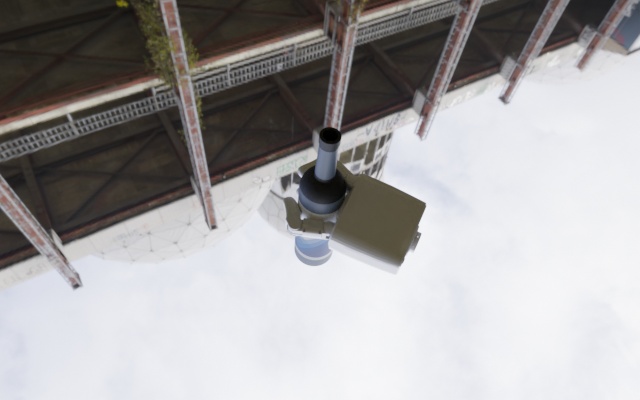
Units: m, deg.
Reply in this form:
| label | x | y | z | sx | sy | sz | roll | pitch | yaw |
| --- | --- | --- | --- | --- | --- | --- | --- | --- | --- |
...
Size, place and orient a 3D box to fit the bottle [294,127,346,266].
| label | x | y | z | sx | sy | sz | roll | pitch | yaw |
| --- | --- | --- | --- | --- | --- | --- | --- | --- | --- |
| bottle | 0.000 | 0.002 | 0.698 | 0.069 | 0.069 | 0.296 | 0 | -33 | -6 |
